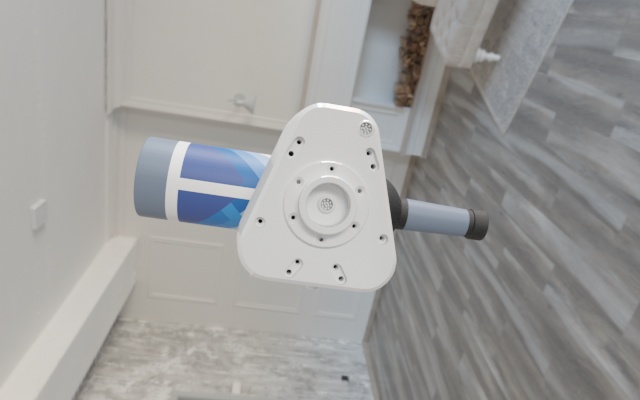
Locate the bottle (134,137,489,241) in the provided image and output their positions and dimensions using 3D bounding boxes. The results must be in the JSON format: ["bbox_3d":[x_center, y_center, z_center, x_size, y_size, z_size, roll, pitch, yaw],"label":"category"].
[{"bbox_3d":[0.000,0.001,0.411,0.296,0.069,0.069,8,-1,-6],"label":"bottle"}]
